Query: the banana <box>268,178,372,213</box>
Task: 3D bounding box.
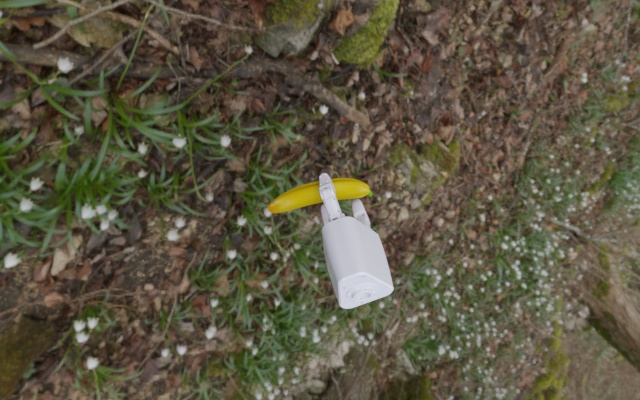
[{"bbox_3d":[0.005,-0.009,0.846,0.198,0.037,0.070,-7,-35,-11],"label":"banana"}]
